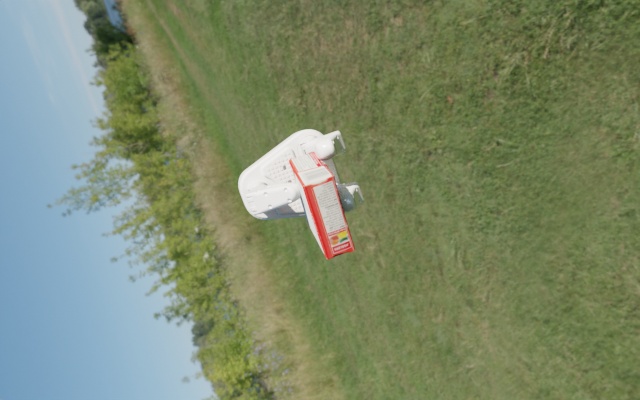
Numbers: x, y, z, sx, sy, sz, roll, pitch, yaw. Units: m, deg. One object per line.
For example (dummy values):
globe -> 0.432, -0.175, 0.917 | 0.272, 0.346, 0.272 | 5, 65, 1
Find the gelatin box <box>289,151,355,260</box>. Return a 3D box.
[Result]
gelatin box -> 0.000, 0.002, 0.441 | 0.030, 0.073, 0.089 | -19, 22, -5
